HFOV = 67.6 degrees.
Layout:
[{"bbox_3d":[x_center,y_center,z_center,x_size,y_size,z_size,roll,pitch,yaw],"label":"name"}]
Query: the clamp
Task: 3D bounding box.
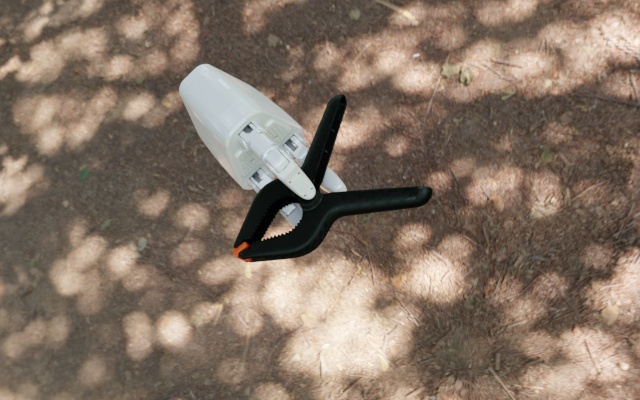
[{"bbox_3d":[-0.001,0.002,0.506,0.164,0.210,0.036,45,-2,28],"label":"clamp"}]
